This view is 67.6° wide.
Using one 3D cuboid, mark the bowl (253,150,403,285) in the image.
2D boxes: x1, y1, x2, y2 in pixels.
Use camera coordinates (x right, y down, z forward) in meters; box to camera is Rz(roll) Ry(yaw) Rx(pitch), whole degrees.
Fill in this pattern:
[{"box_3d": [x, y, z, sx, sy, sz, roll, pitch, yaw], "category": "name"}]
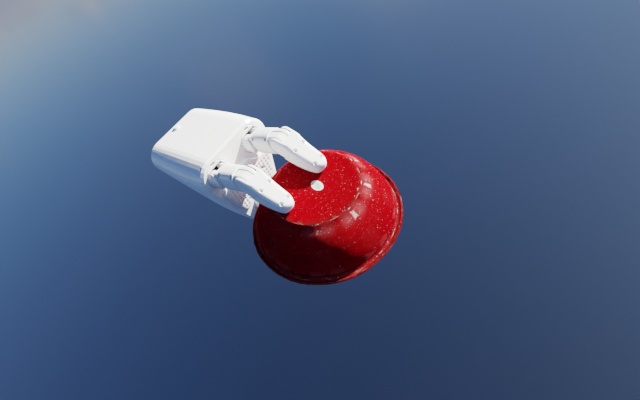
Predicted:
[{"box_3d": [0.001, 0.002, 0.483, 0.162, 0.162, 0.055, 0, -36, 15], "category": "bowl"}]
